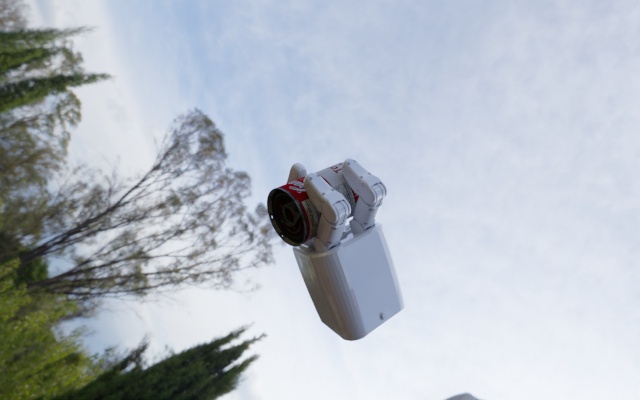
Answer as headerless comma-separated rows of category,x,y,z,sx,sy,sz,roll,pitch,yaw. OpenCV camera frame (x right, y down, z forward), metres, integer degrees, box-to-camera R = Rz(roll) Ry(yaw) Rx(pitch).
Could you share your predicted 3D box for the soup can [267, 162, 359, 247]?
soup can,0.000,0.001,0.543,0.102,0.068,0.068,-24,14,-34
